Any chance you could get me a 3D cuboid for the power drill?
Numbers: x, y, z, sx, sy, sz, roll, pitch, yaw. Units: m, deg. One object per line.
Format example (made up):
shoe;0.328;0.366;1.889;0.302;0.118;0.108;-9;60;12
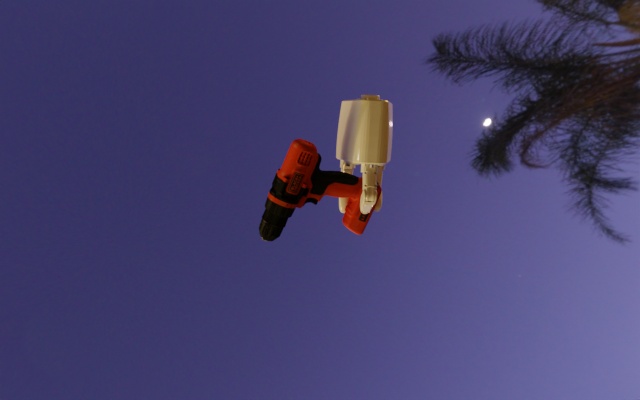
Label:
power drill;0.001;0.003;0.828;0.188;0.184;0.057;16;18;-29
